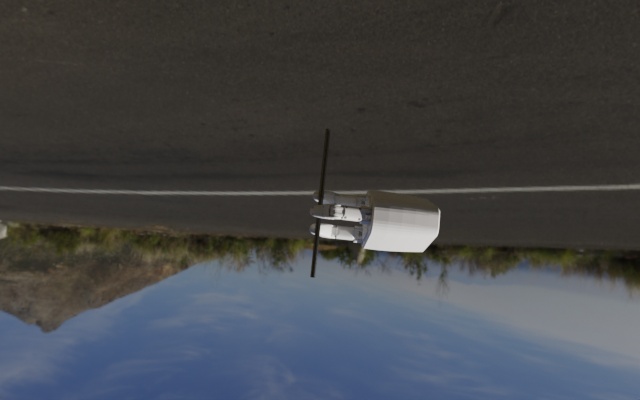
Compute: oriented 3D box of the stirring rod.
[{"bbox_3d":[0.000,0.002,0.767,0.011,0.239,0.011,6,-6,1],"label":"stirring rod"}]
